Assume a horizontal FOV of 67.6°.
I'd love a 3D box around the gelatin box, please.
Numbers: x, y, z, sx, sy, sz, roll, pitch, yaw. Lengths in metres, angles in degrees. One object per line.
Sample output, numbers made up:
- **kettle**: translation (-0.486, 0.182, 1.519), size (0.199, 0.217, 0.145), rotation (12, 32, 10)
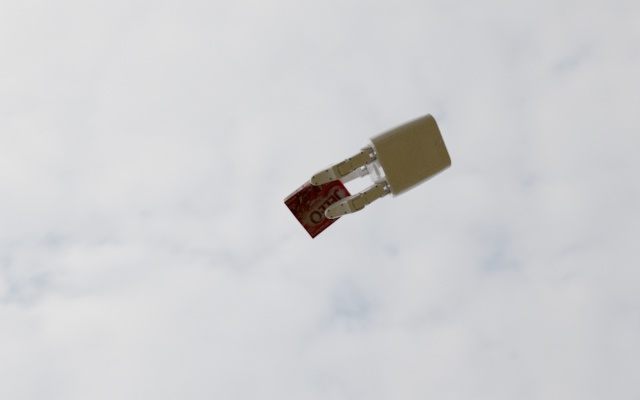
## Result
- **gelatin box**: translation (0.000, 0.002, 0.725), size (0.089, 0.073, 0.030), rotation (-37, 12, 3)
